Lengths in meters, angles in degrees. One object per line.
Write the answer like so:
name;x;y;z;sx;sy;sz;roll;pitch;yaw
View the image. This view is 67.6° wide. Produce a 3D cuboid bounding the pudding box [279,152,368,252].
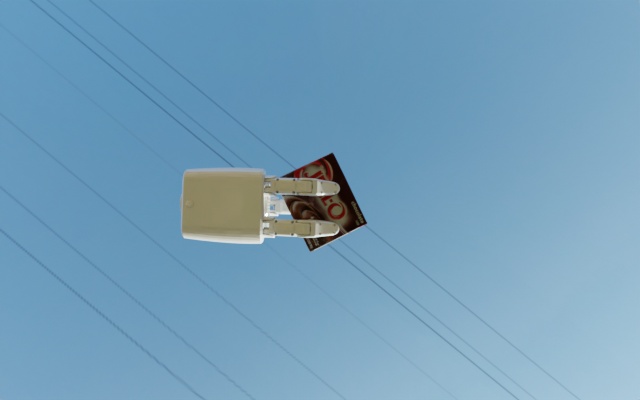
pudding box;0.000;0.002;0.668;0.090;0.113;0.039;-26;2;-5
